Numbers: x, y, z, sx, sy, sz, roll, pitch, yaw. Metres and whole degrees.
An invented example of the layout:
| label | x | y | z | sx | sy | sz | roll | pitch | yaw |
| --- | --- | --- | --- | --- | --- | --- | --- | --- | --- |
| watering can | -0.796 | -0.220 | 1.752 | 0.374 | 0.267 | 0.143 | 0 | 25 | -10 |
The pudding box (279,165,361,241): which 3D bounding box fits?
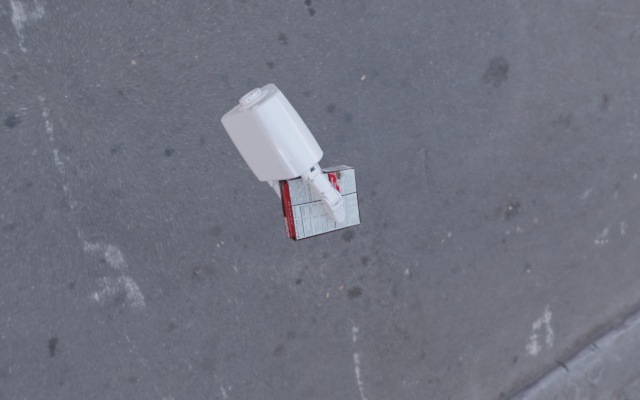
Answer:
| label | x | y | z | sx | sy | sz | roll | pitch | yaw |
| --- | --- | --- | --- | --- | --- | --- | --- | --- | --- |
| pudding box | 0.000 | 0.002 | 0.693 | 0.113 | 0.090 | 0.039 | -12 | 13 | -23 |
